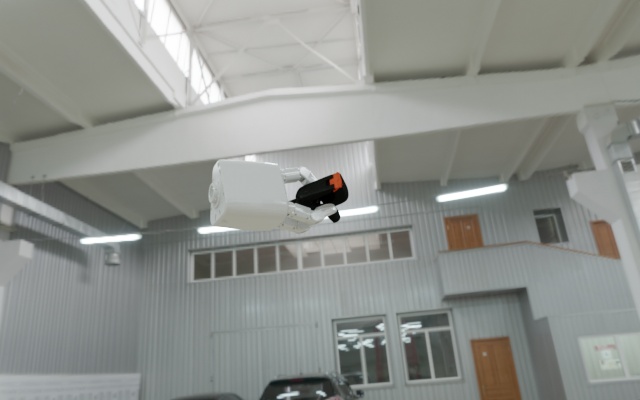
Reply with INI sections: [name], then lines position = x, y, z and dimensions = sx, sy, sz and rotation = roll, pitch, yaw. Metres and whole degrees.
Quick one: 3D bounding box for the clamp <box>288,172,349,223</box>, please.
[clamp]
position = 0.000, 0.002, 0.871
dimensions = 0.164, 0.036, 0.210
rotation = 2, -21, -28
